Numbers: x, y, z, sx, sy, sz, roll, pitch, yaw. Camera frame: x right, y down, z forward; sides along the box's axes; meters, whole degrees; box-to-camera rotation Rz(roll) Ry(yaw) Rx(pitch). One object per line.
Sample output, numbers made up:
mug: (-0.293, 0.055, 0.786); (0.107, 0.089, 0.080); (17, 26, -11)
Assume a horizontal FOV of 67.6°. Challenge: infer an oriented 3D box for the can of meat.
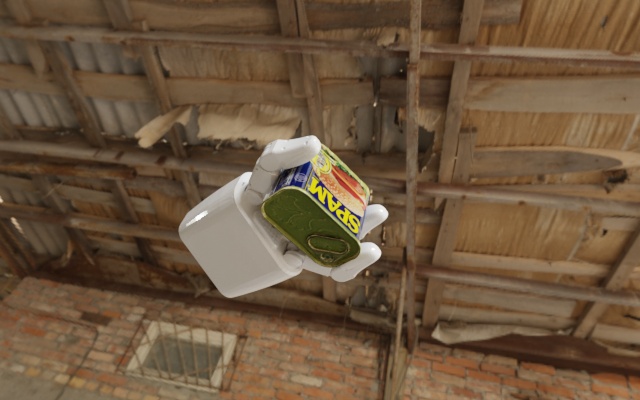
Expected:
can of meat: (0.000, 0.001, 0.474); (0.057, 0.084, 0.102); (-31, -64, 35)
